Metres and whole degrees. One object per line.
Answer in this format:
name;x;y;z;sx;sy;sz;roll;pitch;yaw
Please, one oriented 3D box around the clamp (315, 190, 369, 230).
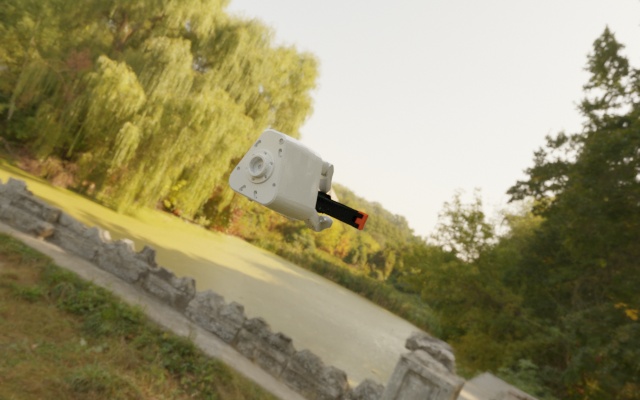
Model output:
clamp;0.001;0.002;0.840;0.210;0.036;0.164;24;3;31
